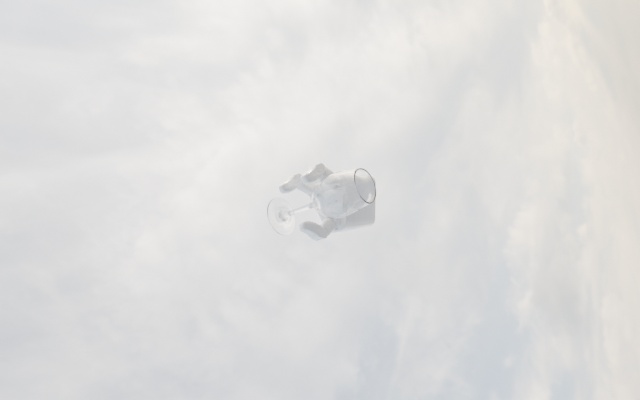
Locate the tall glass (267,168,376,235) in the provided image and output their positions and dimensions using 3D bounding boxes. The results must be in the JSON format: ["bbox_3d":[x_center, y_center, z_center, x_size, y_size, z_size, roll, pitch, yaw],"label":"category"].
[{"bbox_3d":[0.000,0.003,0.849,0.201,0.079,0.079,-20,-13,37],"label":"tall glass"}]
